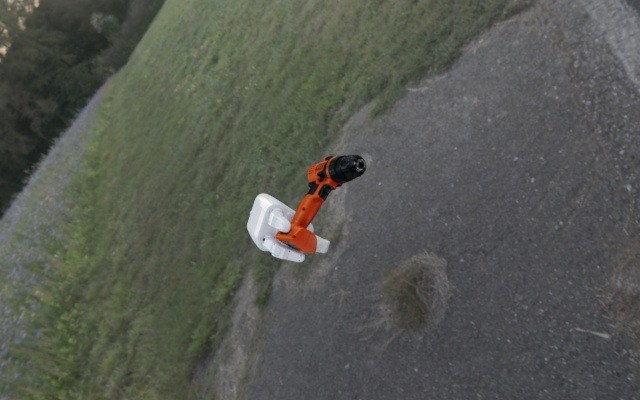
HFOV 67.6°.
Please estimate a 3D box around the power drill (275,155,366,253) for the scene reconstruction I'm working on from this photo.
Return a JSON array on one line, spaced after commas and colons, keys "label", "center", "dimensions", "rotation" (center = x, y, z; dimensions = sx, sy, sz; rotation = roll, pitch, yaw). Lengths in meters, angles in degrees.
[{"label": "power drill", "center": [0.000, 0.003, 0.875], "dimensions": [0.057, 0.187, 0.184], "rotation": [34, -16, -17]}]
